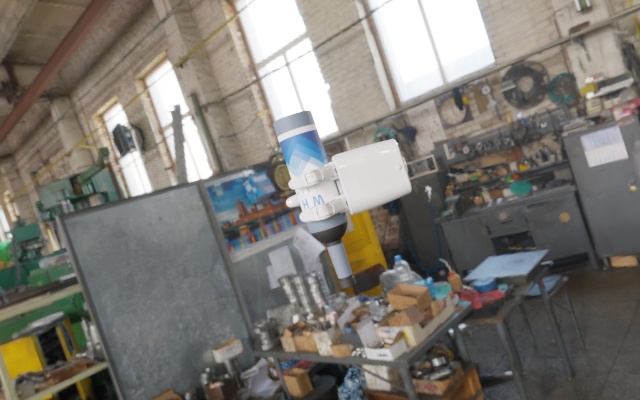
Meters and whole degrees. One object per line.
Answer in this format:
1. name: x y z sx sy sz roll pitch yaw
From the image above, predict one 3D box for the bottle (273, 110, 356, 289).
1. bottle: 0.000 0.002 0.789 0.069 0.296 0.069 -19 2 1
